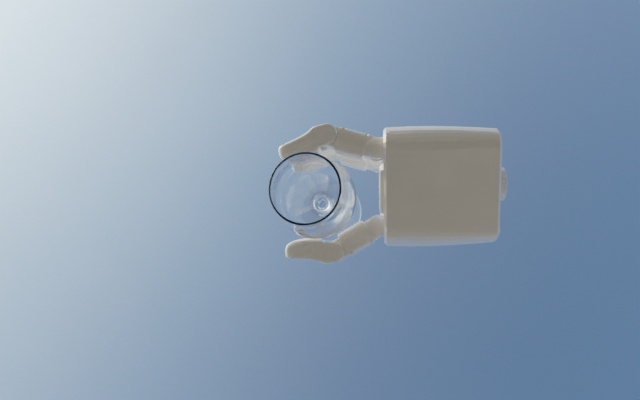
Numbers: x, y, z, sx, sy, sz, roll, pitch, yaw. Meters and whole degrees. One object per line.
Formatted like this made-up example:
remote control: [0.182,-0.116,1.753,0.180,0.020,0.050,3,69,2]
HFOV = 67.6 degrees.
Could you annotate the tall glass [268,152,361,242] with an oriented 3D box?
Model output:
tall glass: [0.000,0.002,0.490,0.079,0.079,0.201,0,-7,8]
